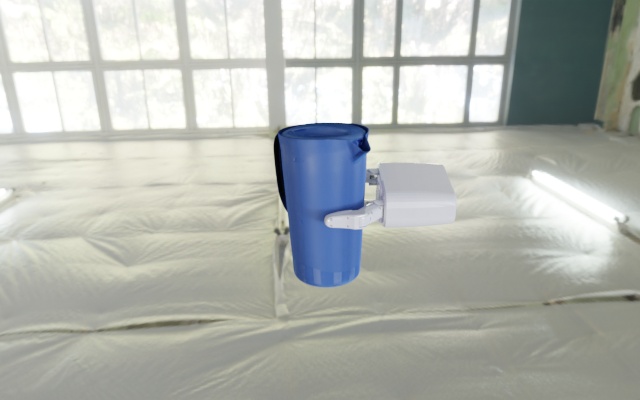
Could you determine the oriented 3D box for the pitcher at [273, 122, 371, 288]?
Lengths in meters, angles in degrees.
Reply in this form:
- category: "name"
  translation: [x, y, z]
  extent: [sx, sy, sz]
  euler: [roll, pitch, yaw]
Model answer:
- category: "pitcher"
  translation: [0.000, 0.002, 0.741]
  extent: [0.145, 0.243, 0.149]
  euler: [-2, 20, -2]
